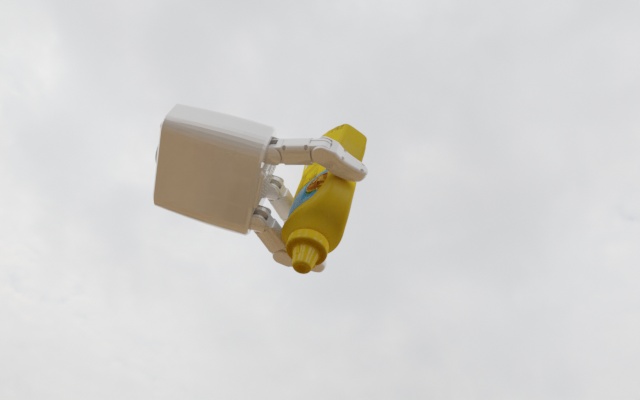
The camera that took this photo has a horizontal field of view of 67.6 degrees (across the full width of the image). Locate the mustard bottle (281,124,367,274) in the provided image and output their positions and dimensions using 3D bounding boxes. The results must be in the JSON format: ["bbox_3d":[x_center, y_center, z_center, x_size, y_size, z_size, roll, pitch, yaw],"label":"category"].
[{"bbox_3d":[0.000,0.002,0.511,0.058,0.191,0.096,34,-51,-14],"label":"mustard bottle"}]
